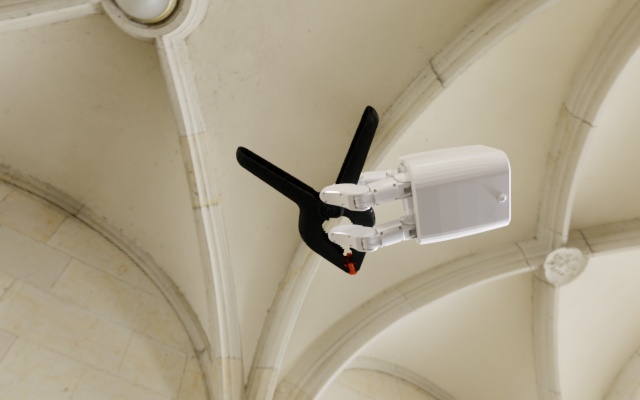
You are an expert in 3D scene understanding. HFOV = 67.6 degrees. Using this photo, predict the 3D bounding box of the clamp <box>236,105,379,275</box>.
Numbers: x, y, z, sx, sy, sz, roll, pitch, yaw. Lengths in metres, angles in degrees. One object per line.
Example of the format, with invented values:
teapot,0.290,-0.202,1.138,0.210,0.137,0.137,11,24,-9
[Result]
clamp,0.000,0.002,0.571,0.164,0.210,0.036,-10,28,5
